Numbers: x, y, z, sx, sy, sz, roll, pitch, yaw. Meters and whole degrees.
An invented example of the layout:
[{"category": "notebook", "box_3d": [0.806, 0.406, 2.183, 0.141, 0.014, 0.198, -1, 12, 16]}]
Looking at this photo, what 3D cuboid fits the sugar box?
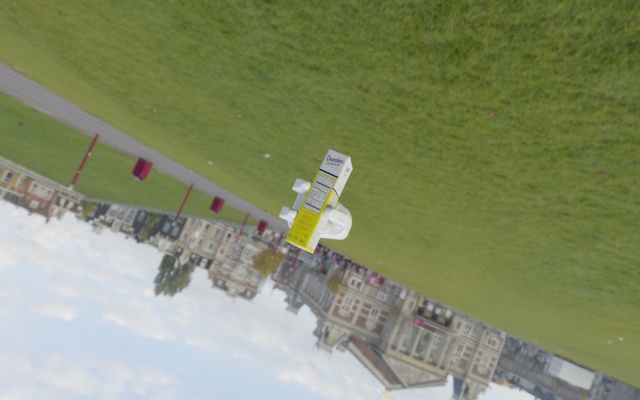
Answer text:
[{"category": "sugar box", "box_3d": [0.000, 0.003, 0.845, 0.048, 0.176, 0.093, 22, -7, 10]}]
